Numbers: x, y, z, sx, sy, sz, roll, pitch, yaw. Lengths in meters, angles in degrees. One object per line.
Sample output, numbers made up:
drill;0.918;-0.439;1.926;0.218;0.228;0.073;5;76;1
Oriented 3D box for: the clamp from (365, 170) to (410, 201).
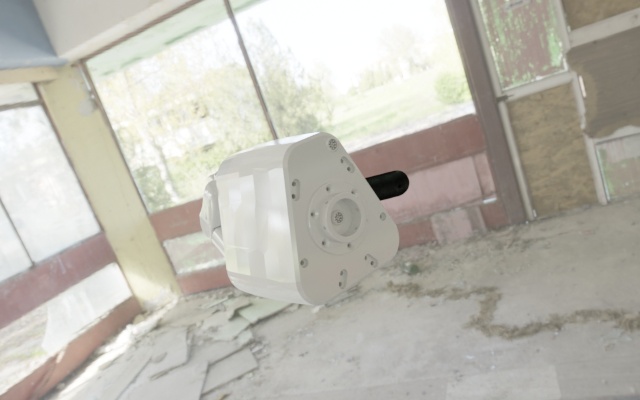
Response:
clamp;0.000;0.001;0.471;0.171;0.039;0.120;-27;12;-31
